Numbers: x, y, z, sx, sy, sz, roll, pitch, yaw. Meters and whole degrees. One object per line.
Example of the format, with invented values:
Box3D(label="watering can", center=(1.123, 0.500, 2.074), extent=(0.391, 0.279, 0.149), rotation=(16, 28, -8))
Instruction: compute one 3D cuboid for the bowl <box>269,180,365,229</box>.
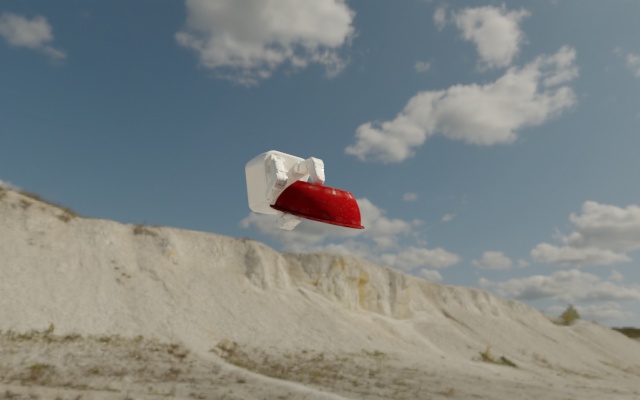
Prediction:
Box3D(label="bowl", center=(0.001, 0.002, 0.789), extent=(0.162, 0.055, 0.162), rotation=(14, 2, -1))
